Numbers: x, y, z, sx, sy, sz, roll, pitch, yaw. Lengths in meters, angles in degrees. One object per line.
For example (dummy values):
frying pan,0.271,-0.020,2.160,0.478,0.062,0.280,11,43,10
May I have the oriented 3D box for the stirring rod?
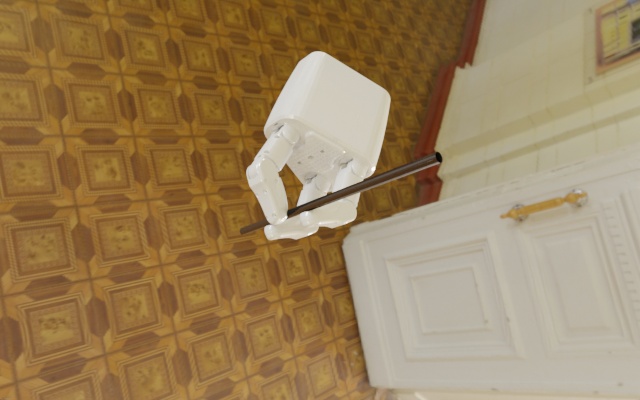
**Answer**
stirring rod,0.000,0.001,0.407,0.011,0.011,0.239,0,-15,-43
